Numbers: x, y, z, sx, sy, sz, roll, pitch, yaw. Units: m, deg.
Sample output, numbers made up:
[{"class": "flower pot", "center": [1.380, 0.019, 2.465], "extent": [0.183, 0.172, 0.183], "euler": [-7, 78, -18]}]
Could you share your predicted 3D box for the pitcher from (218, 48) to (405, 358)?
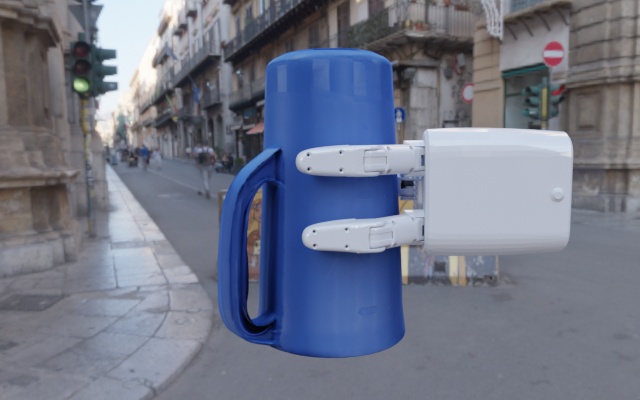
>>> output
[{"class": "pitcher", "center": [0.000, 0.001, 0.410], "extent": [0.145, 0.243, 0.149], "euler": [0, 6, 8]}]
